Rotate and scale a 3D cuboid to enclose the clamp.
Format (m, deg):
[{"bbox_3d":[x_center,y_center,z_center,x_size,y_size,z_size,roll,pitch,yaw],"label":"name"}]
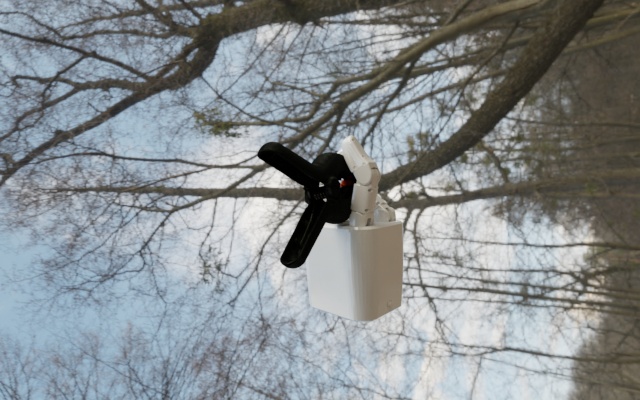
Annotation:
[{"bbox_3d":[0.000,0.002,0.503,0.039,0.120,0.171,0,3,36],"label":"clamp"}]
